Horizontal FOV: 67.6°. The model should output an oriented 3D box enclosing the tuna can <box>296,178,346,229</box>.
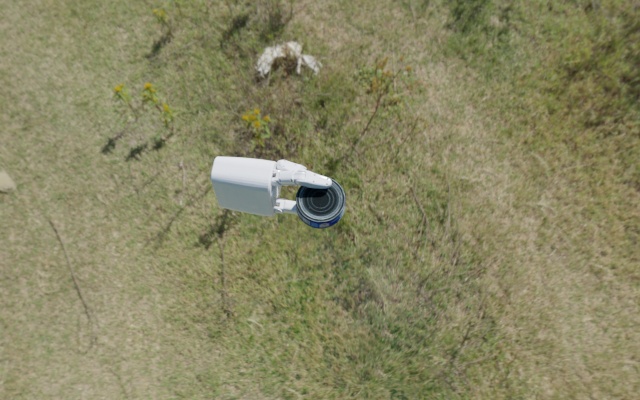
[{"bbox_3d":[0.000,0.002,0.815,0.086,0.086,0.034,0,-20,0],"label":"tuna can"}]
